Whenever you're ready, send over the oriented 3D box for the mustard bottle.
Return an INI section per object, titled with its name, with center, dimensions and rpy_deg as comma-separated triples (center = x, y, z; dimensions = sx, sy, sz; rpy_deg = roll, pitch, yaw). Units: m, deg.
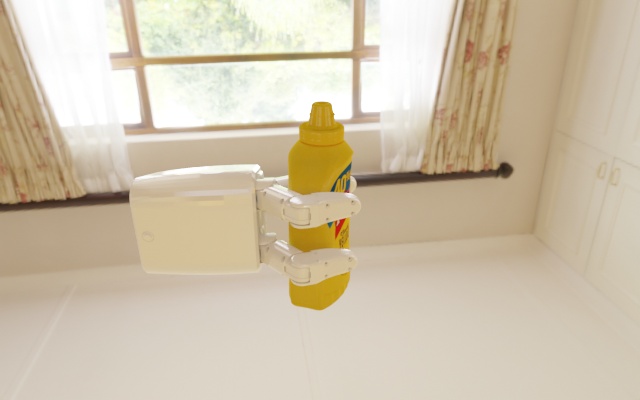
[mustard bottle]
center = 0.000, 0.002, 0.457
dimensions = 0.058, 0.192, 0.096
rpy_deg = 8, 26, 18
